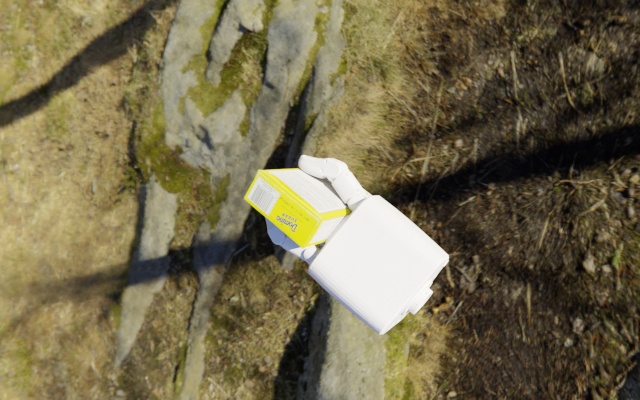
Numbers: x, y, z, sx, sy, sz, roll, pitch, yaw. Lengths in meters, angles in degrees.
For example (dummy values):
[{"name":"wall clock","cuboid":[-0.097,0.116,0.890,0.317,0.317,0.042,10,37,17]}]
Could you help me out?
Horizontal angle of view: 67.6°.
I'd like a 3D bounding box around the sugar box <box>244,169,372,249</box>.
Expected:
[{"name":"sugar box","cuboid":[0.000,0.002,0.568,0.093,0.048,0.176,39,19,21]}]
